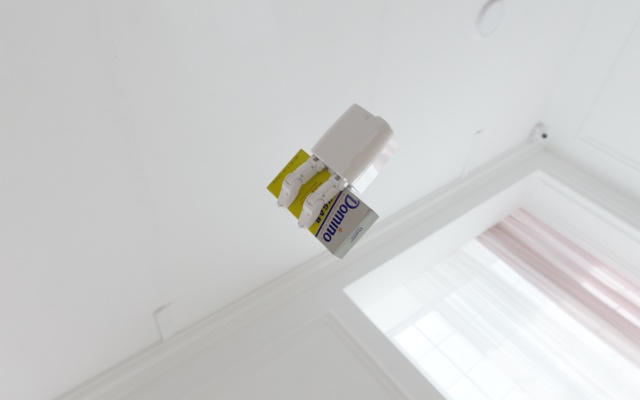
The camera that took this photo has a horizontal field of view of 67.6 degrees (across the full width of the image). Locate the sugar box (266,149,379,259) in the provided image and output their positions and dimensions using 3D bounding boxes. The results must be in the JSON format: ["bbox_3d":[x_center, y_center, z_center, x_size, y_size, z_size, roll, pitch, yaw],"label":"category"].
[{"bbox_3d":[0.000,0.002,0.772,0.176,0.093,0.048,42,2,33],"label":"sugar box"}]
